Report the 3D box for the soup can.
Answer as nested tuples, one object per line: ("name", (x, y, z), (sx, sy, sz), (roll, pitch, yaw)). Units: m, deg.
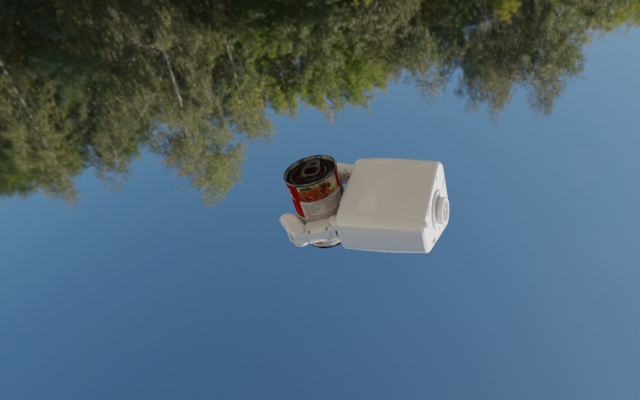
("soup can", (0.000, 0.002, 0.612), (0.068, 0.102, 0.068), (-13, 34, 9))
